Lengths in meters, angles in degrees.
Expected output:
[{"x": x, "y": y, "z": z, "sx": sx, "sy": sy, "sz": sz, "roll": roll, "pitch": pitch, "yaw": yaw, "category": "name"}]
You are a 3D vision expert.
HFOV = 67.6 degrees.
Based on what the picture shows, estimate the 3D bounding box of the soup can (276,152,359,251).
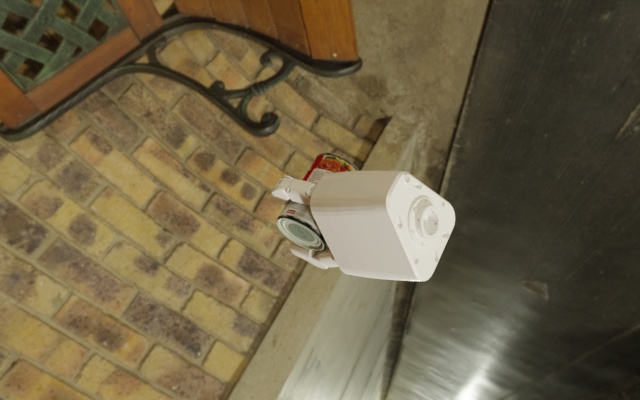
[{"x": 0.000, "y": 0.002, "z": 0.579, "sx": 0.068, "sy": 0.102, "sz": 0.068, "roll": 25, "pitch": -26, "yaw": 13, "category": "soup can"}]
